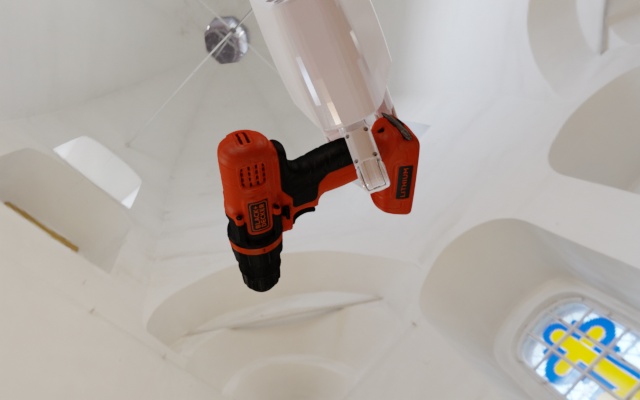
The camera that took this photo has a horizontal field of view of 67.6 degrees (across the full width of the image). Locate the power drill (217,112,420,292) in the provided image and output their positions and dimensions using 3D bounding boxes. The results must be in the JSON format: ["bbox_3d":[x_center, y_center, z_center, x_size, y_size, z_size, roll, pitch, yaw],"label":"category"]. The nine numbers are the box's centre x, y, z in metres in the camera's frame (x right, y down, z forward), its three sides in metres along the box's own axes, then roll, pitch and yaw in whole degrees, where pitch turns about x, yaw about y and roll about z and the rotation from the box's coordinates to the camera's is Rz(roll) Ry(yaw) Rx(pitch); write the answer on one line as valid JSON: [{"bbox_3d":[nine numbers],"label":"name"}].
[{"bbox_3d":[0.000,0.001,0.463,0.187,0.185,0.057,-18,45,-18],"label":"power drill"}]
